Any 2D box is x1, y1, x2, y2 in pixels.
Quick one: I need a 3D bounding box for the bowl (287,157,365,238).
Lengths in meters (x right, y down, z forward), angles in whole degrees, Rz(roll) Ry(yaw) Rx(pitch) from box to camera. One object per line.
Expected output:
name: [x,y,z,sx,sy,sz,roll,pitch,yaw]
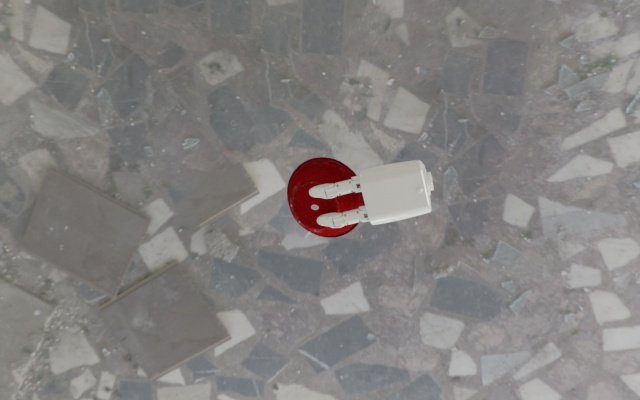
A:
bowl: [-0.001,0.004,0.897,0.162,0.162,0.055,0,17,22]
